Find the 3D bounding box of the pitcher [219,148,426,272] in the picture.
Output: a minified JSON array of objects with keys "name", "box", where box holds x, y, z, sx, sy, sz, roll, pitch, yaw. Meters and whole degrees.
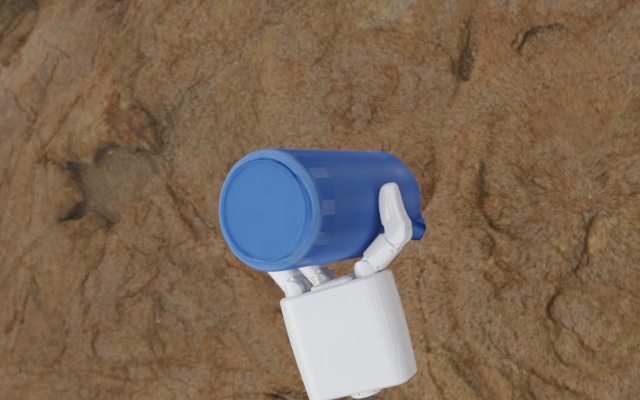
[{"name":"pitcher","box":[0.000,0.002,0.515,0.149,0.145,0.243,-20,-9,28]}]
